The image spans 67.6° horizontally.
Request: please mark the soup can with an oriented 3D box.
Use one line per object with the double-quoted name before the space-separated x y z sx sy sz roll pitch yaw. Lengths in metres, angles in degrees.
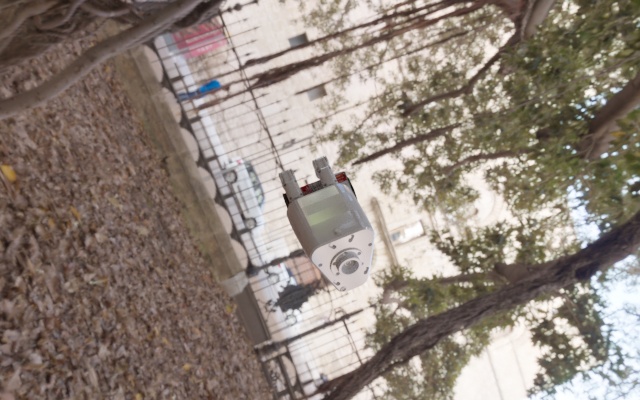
"soup can" 0.000 0.002 0.740 0.102 0.068 0.068 -22 2 -6
